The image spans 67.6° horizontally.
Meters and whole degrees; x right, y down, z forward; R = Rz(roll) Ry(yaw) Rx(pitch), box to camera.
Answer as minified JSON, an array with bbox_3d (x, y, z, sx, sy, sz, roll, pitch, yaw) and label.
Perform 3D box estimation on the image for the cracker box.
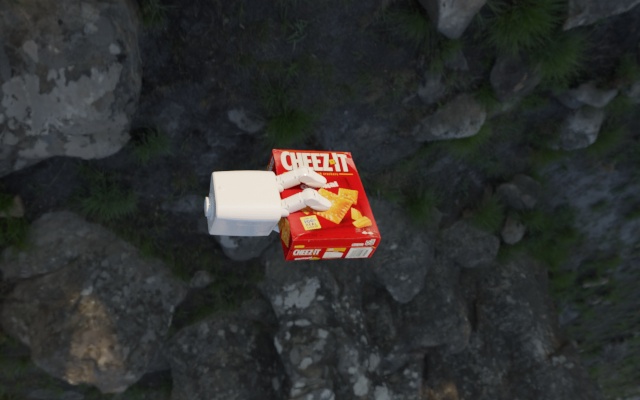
[{"bbox_3d":[0.000,0.003,0.876,0.164,0.213,0.072,1,-40,-20],"label":"cracker box"}]
